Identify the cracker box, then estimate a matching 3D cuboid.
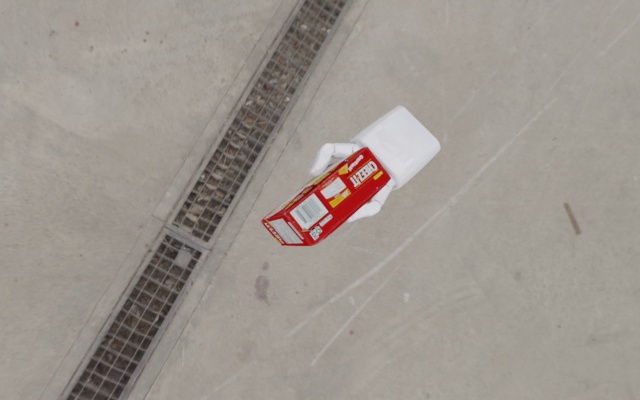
[{"bbox_3d":[0.000,0.002,0.784,0.164,0.072,0.214,-40,6,-15],"label":"cracker box"}]
